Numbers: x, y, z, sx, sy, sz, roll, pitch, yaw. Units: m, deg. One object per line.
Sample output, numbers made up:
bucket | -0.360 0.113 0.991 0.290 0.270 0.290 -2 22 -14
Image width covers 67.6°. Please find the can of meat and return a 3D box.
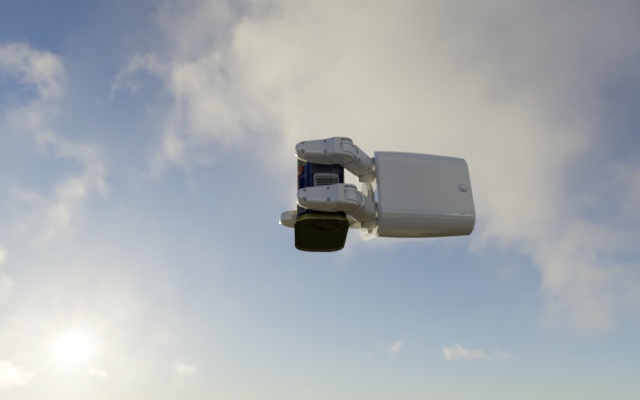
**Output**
can of meat | 0.000 0.001 0.533 0.057 0.084 0.102 1 -25 -2
